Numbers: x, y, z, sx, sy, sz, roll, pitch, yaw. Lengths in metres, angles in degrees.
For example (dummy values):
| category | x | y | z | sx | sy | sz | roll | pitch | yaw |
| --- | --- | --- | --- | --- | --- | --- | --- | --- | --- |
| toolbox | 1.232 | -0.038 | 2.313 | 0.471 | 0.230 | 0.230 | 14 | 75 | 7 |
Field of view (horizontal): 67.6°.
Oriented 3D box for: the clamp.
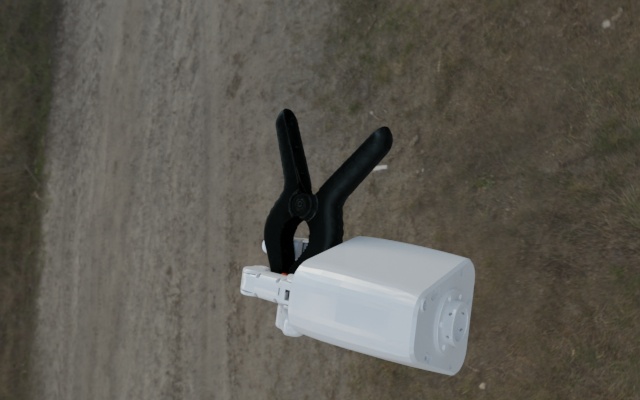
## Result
| category | x | y | z | sx | sy | sz | roll | pitch | yaw |
| --- | --- | --- | --- | --- | --- | --- | --- | --- | --- |
| clamp | 0.000 | 0.001 | 0.428 | 0.120 | 0.171 | 0.039 | 6 | -1 | 37 |
